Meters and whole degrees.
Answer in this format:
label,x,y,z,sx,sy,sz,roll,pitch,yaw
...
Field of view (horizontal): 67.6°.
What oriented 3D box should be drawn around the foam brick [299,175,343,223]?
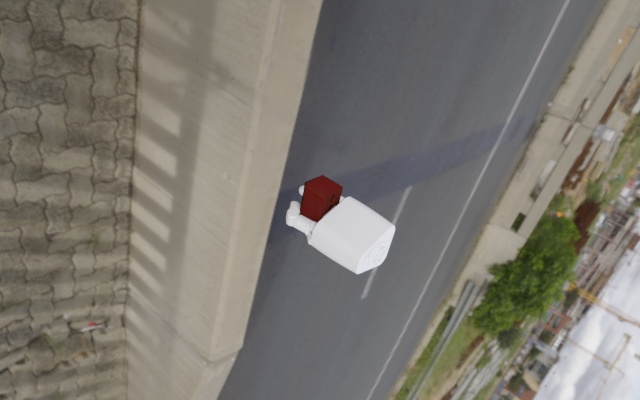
label,x,y,z,sx,sy,sz,roll,pitch,yaw
foam brick,0.000,0.003,0.871,0.051,0.078,0.053,32,39,28
